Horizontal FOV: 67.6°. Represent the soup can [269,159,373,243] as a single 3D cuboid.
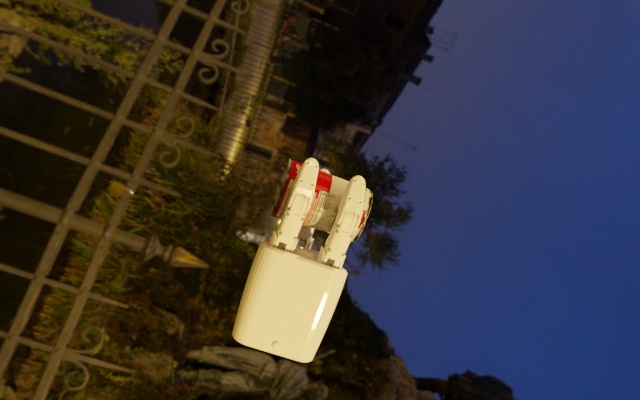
[{"bbox_3d":[0.001,0.001,0.548,0.102,0.068,0.068,20,-3,-8],"label":"soup can"}]
